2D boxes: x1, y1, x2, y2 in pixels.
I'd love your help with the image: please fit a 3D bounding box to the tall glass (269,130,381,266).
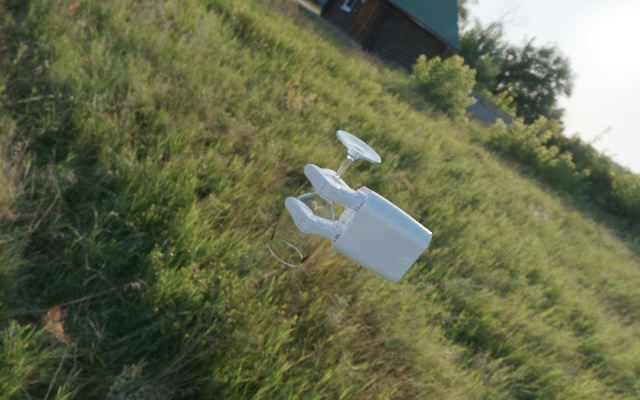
[{"bbox_3d":[0.000,0.002,0.689,0.079,0.201,0.079,30,21,-13],"label":"tall glass"}]
